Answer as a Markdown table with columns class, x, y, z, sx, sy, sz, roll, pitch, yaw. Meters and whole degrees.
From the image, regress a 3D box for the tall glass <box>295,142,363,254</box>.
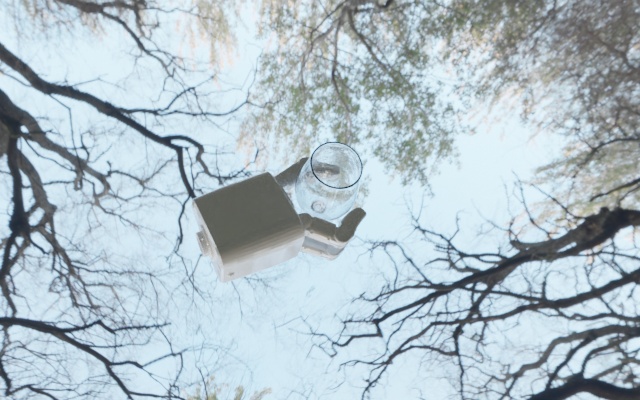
| class | x | y | z | sx | sy | sz | roll | pitch | yaw |
| --- | --- | --- | --- | --- | --- | --- | --- | --- | --- |
| tall glass | 0.000 | 0.002 | 0.628 | 0.079 | 0.079 | 0.201 | 0 | -26 | -12 |
